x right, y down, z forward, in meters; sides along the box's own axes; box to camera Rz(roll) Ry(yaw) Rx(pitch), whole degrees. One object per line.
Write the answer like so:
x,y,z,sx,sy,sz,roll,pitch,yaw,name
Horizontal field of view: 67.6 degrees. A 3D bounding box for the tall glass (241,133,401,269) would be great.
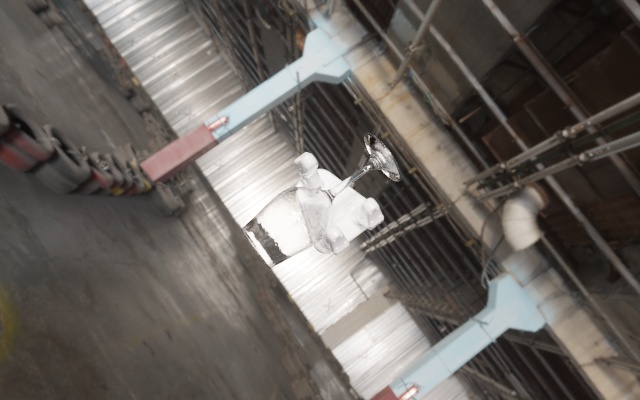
0.001,0.001,0.602,0.201,0.079,0.079,-36,5,-7,tall glass
